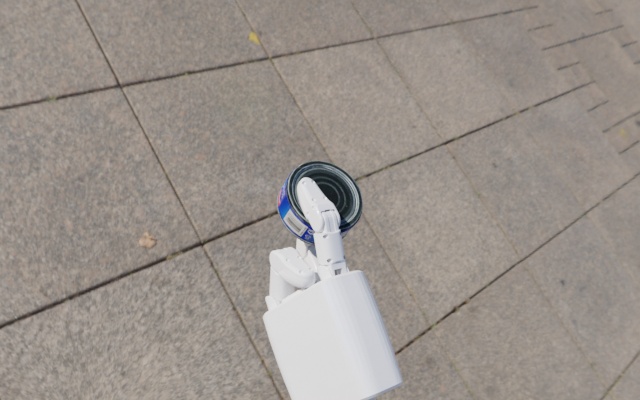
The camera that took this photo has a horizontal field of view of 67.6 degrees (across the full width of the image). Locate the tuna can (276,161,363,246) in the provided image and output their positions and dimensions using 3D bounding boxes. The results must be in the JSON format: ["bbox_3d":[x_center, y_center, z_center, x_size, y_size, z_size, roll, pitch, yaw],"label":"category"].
[{"bbox_3d":[0.000,0.001,0.495,0.086,0.086,0.034,0,-29,-25],"label":"tuna can"}]
